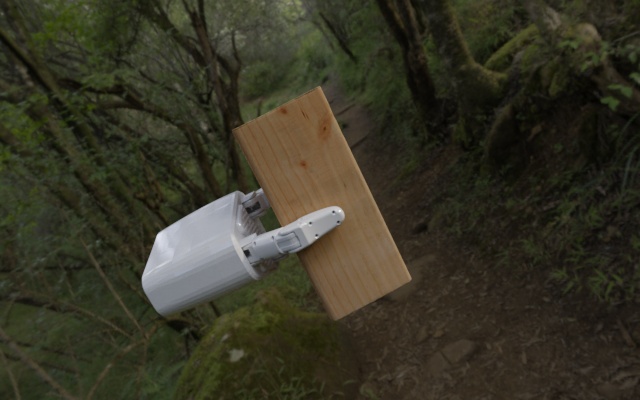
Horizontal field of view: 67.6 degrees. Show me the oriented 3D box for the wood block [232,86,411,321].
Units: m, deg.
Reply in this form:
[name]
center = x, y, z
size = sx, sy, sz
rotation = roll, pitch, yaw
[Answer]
[wood block]
center = 0.000, 0.002, 0.484
size = 0.090, 0.206, 0.091
rotation = -27, 12, -3
